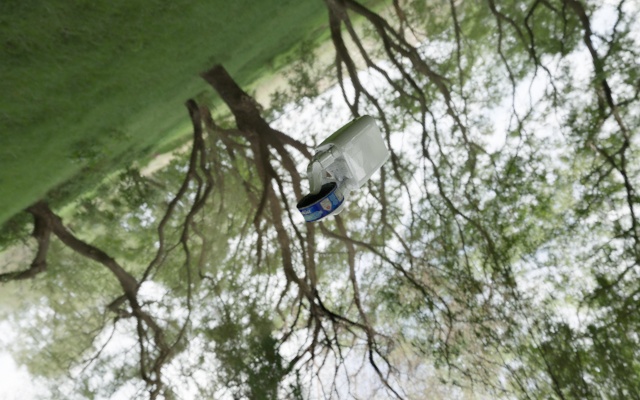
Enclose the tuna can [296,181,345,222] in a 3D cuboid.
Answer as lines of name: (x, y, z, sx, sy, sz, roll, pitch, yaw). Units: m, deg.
tuna can: (0.000, 0.003, 0.866, 0.086, 0.034, 0.086, -30, 15, 9)
